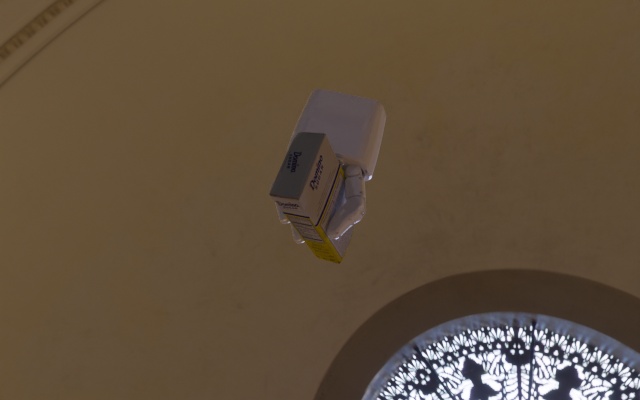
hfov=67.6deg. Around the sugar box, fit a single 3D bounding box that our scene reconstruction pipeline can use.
[{"bbox_3d":[0.000,0.002,0.609,0.048,0.093,0.176,8,-28,27],"label":"sugar box"}]
